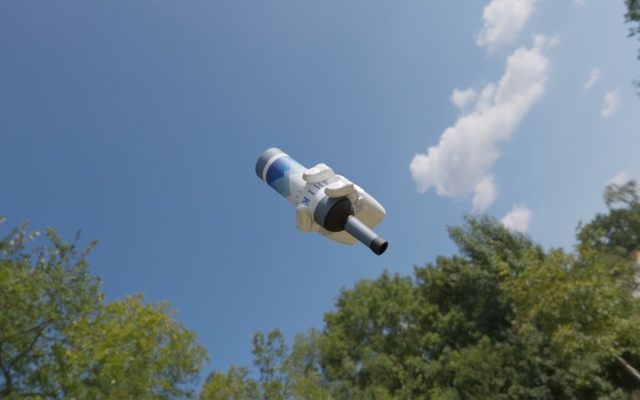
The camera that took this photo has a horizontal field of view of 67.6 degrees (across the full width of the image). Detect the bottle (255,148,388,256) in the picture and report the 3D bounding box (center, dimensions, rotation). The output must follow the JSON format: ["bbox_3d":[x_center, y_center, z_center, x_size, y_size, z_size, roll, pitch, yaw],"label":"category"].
[{"bbox_3d":[0.000,0.003,0.837,0.295,0.069,0.069,37,22,33],"label":"bottle"}]
